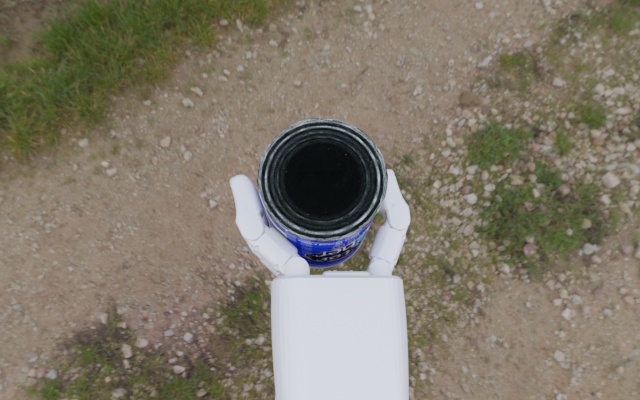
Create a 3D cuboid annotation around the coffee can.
[{"bbox_3d":[0.000,0.001,0.439,0.103,0.102,0.140,0,-16,-1],"label":"coffee can"}]
